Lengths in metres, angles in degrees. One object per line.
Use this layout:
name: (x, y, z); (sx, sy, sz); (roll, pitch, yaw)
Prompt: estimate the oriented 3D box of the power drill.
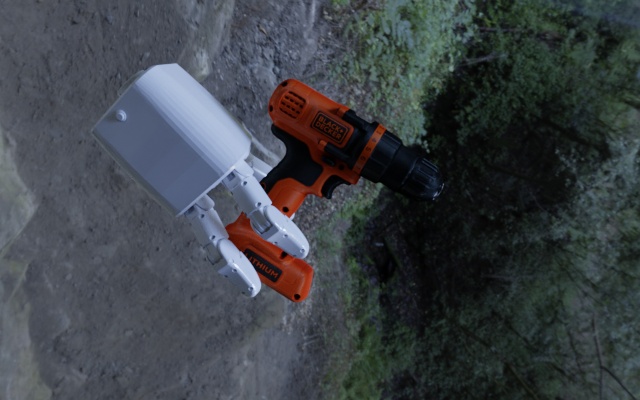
power drill: (0.000, 0.002, 0.467); (0.184, 0.187, 0.057); (32, 7, 5)
